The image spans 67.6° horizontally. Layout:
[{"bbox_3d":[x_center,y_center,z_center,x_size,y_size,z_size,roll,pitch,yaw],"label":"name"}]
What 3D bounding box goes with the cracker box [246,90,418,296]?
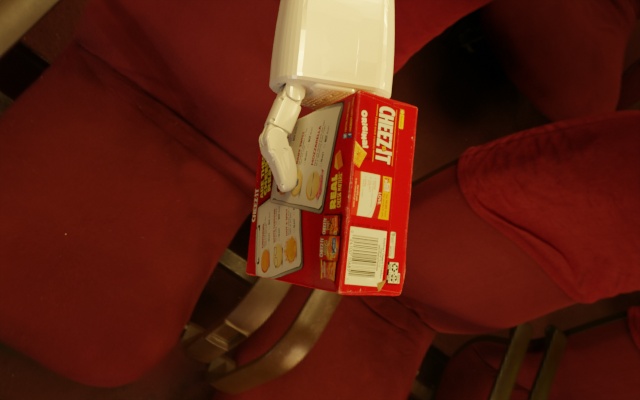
[{"bbox_3d":[0.000,0.002,0.476,0.072,0.164,0.214,9,-8,-27],"label":"cracker box"}]
